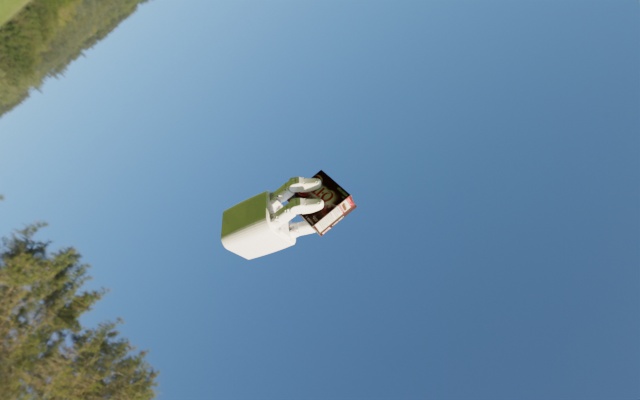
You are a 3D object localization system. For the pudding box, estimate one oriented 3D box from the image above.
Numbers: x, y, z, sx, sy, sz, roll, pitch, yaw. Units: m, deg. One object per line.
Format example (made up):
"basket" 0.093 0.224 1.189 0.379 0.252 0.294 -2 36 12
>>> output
"pudding box" 0.000 0.003 0.883 0.113 0.090 0.039 44 -8 46
